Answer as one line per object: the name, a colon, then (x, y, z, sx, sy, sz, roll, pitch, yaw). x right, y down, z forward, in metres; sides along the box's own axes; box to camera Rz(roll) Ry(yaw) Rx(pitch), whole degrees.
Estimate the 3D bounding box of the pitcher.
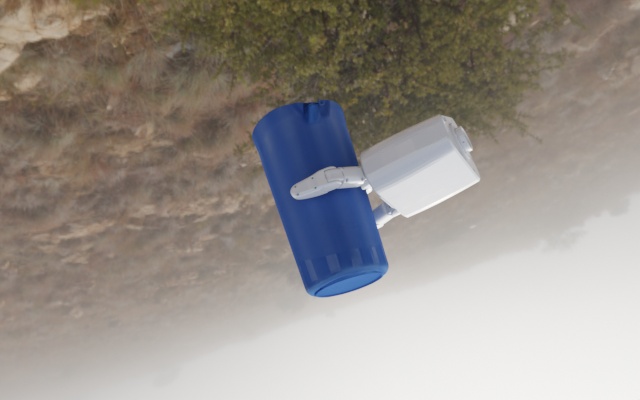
pitcher: (0.000, 0.002, 0.641, 0.145, 0.242, 0.149, -27, -23, 24)
